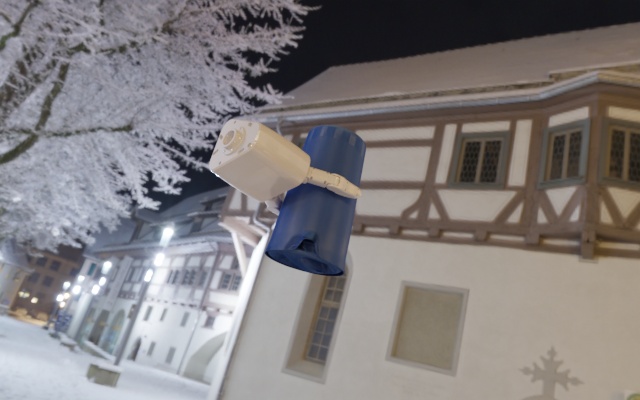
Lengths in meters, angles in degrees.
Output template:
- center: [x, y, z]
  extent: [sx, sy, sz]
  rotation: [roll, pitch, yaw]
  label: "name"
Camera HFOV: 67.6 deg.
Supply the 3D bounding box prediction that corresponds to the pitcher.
- center: [0.000, 0.003, 0.823]
  extent: [0.149, 0.242, 0.145]
  rotation: [-5, -29, 45]
  label: "pitcher"
